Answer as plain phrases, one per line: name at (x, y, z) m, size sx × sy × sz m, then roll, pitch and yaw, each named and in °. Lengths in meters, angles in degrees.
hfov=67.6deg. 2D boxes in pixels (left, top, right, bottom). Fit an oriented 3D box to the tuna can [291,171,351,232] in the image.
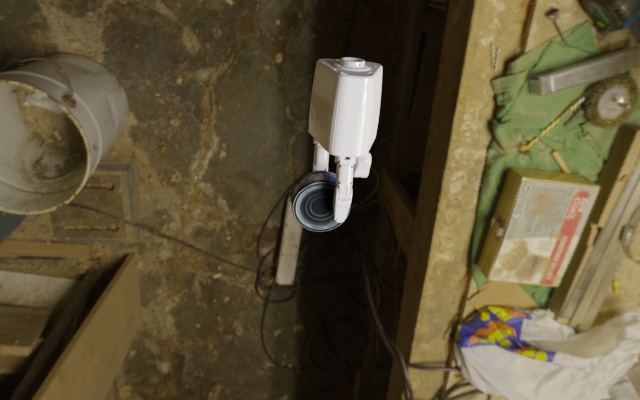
tuna can at (0.000, 0.003, 0.690) m, size 0.086 × 0.086 × 0.033 m, roll 0°, pitch 30°, yaw -6°
